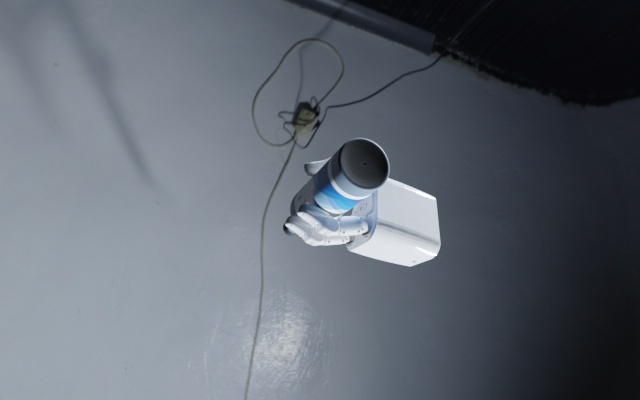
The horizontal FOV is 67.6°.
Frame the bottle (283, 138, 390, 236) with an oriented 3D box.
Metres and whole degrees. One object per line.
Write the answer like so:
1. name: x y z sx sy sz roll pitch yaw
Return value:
1. bottle: 0.000 0.002 0.686 0.069 0.069 0.296 0 -18 -22
